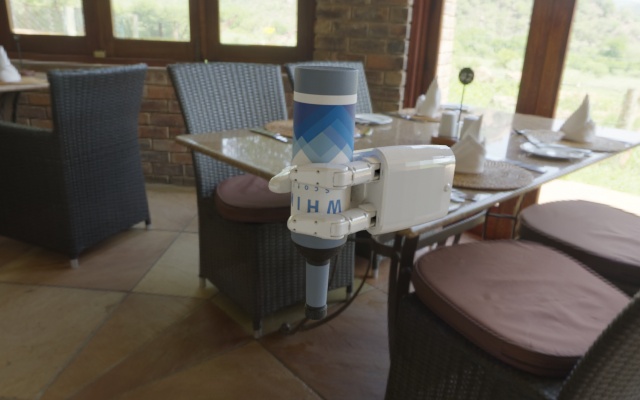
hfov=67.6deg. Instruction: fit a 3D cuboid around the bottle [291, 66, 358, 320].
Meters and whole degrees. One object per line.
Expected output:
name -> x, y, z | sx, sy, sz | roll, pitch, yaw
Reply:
bottle -> 0.000, 0.002, 0.542 | 0.069, 0.296, 0.069 | 2, 19, -1
